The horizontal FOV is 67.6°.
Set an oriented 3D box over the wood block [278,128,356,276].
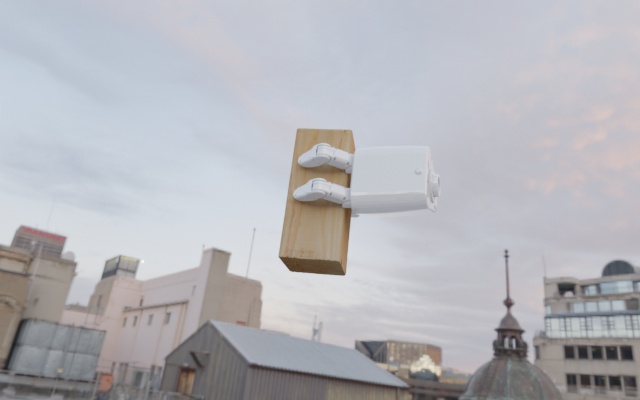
[{"bbox_3d":[0.001,0.002,0.733,0.090,0.206,0.091,3,-22,10],"label":"wood block"}]
